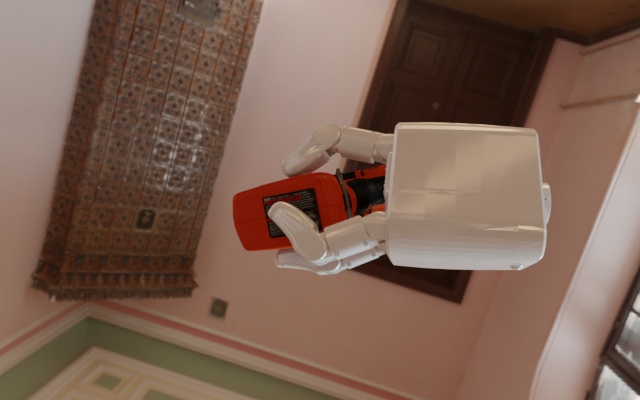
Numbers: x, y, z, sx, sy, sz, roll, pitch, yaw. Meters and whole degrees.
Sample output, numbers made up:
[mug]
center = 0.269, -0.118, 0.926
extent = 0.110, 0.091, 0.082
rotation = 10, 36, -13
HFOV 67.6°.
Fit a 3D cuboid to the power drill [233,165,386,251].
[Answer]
[power drill]
center = 0.000, 0.002, 0.471
extent = 0.184, 0.057, 0.187
rotation = -13, 2, 29
